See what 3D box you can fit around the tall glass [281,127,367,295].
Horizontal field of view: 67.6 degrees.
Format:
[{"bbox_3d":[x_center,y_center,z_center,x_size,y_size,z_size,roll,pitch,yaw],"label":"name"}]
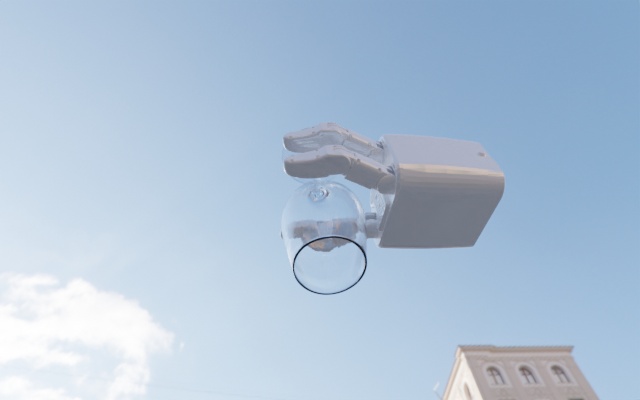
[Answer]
[{"bbox_3d":[0.000,0.001,0.471,0.079,0.079,0.201,0,32,-5],"label":"tall glass"}]
